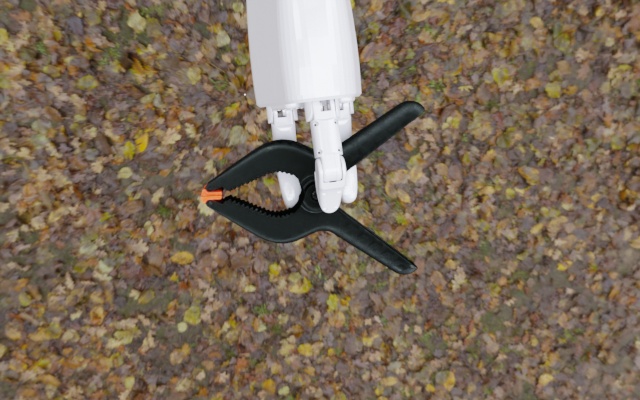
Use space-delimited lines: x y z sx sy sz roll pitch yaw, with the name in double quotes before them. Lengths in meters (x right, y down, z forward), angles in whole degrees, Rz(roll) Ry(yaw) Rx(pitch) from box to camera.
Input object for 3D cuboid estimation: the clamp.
"clamp" 0.000 0.001 0.440 0.210 0.164 0.036 -8 10 -7
